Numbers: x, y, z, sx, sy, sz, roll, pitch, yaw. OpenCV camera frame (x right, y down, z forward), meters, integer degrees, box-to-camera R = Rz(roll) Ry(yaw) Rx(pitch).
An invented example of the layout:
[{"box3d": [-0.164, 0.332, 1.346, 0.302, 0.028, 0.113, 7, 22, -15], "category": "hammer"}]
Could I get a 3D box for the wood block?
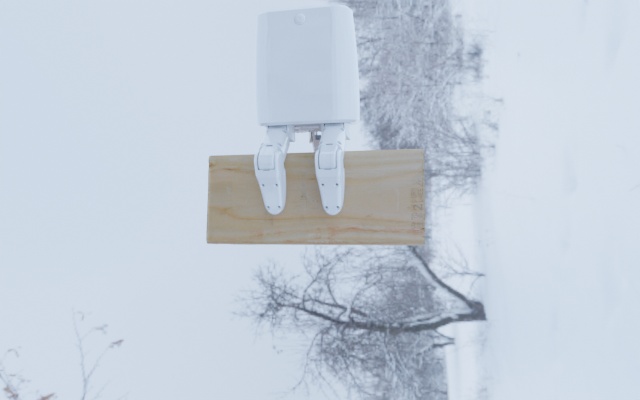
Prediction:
[{"box3d": [0.000, 0.001, 0.487, 0.206, 0.090, 0.091, -1, -5, 11], "category": "wood block"}]
